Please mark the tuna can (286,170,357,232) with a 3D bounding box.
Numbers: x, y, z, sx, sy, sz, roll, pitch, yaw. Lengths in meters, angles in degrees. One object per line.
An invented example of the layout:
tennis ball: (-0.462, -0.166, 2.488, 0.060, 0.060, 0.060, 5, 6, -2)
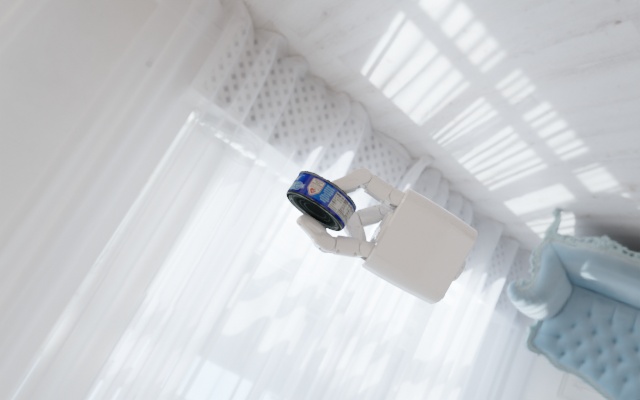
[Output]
tuna can: (0.000, 0.002, 0.595, 0.086, 0.033, 0.086, 31, -16, 10)
